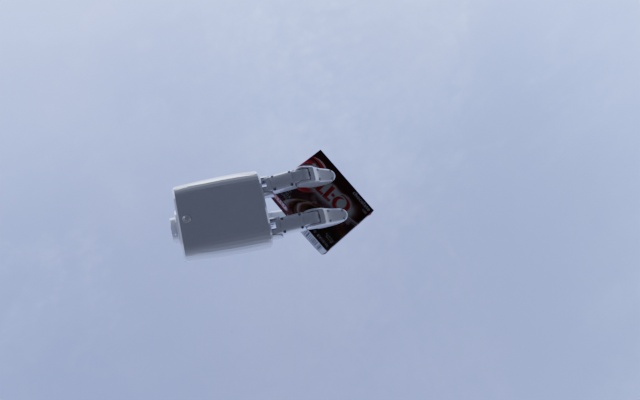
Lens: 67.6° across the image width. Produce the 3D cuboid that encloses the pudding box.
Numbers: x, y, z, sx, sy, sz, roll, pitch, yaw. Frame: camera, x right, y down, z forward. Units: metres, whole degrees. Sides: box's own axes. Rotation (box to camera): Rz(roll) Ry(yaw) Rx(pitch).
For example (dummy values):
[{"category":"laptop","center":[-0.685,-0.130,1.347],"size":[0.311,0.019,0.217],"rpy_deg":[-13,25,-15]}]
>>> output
[{"category":"pudding box","center":[0.000,0.002,0.637],"size":[0.090,0.113,0.039],"rpy_deg":[-39,-3,-22]}]
